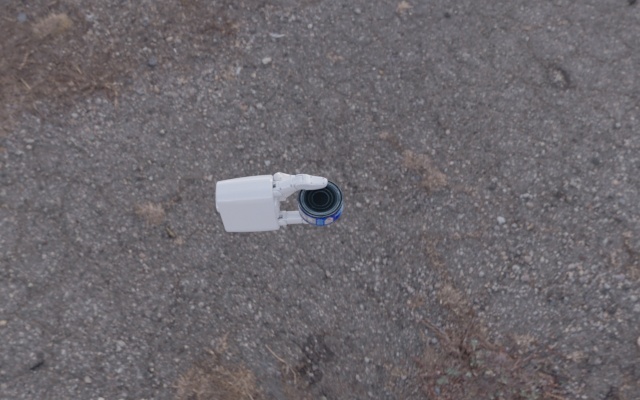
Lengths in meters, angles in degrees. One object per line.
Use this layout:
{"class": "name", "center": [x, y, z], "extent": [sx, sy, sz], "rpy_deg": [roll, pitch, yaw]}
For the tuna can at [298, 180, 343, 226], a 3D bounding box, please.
{"class": "tuna can", "center": [0.000, 0.003, 0.887], "extent": [0.086, 0.086, 0.034], "rpy_deg": [0, -31, 1]}
